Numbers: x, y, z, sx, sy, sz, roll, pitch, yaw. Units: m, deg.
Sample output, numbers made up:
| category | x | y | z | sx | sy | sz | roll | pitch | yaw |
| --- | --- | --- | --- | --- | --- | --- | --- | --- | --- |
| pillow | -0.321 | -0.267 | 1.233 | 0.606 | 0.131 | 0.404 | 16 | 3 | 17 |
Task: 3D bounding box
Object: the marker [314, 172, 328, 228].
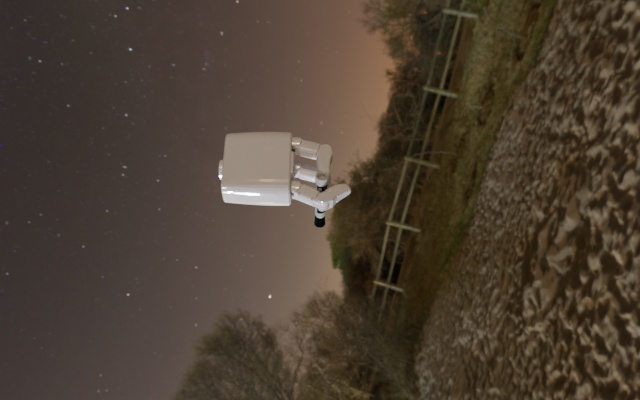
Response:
| category | x | y | z | sx | sy | sz | roll | pitch | yaw |
| --- | --- | --- | --- | --- | --- | --- | --- | --- | --- |
| marker | 0.000 | 0.002 | 0.760 | 0.020 | 0.020 | 0.121 | 0 | -41 | -2 |
